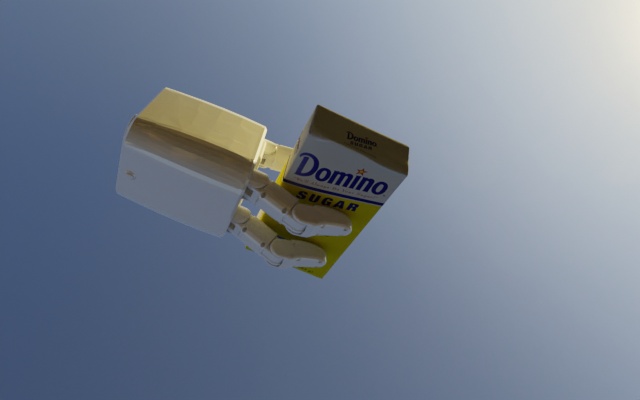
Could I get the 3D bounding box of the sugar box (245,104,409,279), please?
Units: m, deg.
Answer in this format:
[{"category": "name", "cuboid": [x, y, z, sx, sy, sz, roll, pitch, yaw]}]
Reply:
[{"category": "sugar box", "cuboid": [0.000, 0.002, 0.456, 0.093, 0.048, 0.176, 22, -43, -11]}]
